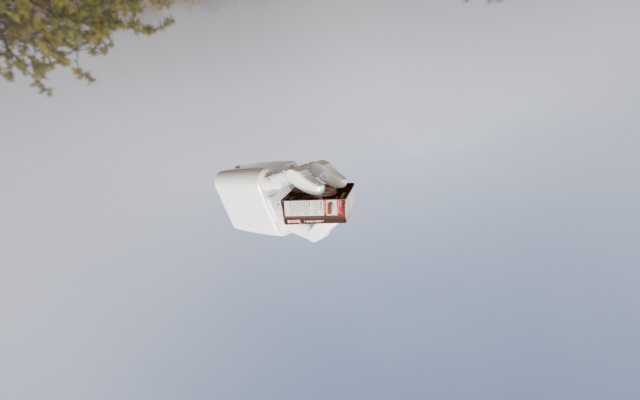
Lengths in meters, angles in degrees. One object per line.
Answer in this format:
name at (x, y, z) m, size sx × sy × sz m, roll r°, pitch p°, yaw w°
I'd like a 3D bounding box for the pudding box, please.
pudding box at (0.000, 0.002, 0.685) m, size 0.090 × 0.039 × 0.113 m, roll -3°, pitch 15°, yaw 10°
